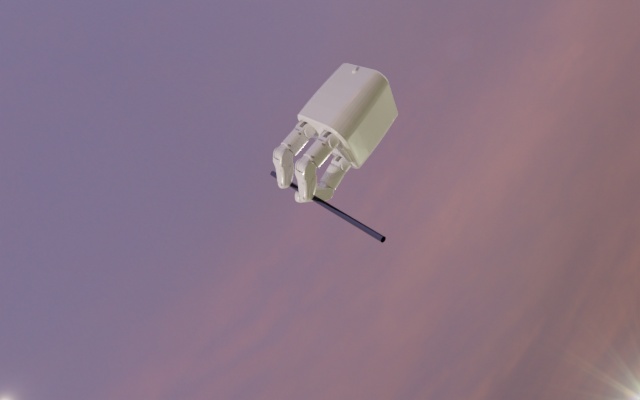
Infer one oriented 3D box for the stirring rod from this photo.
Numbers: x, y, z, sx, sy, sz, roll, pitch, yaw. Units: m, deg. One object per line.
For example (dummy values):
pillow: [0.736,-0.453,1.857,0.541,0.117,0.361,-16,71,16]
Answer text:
stirring rod: [0.000,0.002,0.639,0.011,0.011,0.239,0,21,-41]
